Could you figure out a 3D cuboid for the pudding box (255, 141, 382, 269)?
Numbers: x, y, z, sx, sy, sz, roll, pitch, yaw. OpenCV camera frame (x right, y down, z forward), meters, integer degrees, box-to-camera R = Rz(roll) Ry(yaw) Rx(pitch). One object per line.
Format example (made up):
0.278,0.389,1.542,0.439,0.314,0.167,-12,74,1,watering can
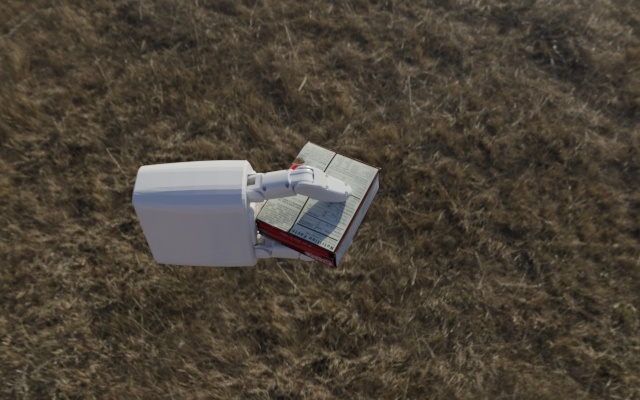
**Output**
0.000,0.001,0.489,0.090,0.113,0.039,23,-26,15,pudding box
